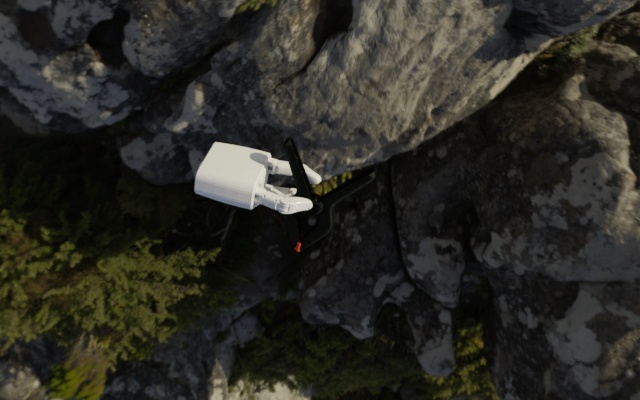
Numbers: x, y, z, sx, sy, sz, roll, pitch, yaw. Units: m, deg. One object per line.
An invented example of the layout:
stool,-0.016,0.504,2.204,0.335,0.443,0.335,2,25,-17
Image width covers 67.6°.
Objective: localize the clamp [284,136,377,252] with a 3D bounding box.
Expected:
clamp,0.000,0.004,0.845,0.164,0.210,0.036,15,27,4
